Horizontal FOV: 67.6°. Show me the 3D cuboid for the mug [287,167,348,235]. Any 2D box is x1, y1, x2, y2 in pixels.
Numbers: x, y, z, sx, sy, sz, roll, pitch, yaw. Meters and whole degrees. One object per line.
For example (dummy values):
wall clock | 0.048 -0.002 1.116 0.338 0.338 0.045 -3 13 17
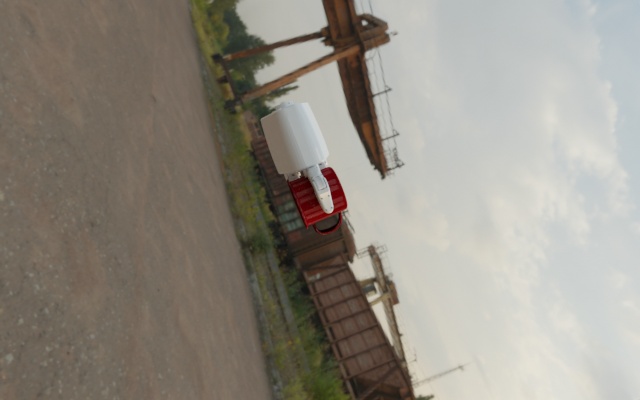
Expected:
mug | 0.001 0.004 0.834 0.081 0.117 0.093 -22 11 -5
